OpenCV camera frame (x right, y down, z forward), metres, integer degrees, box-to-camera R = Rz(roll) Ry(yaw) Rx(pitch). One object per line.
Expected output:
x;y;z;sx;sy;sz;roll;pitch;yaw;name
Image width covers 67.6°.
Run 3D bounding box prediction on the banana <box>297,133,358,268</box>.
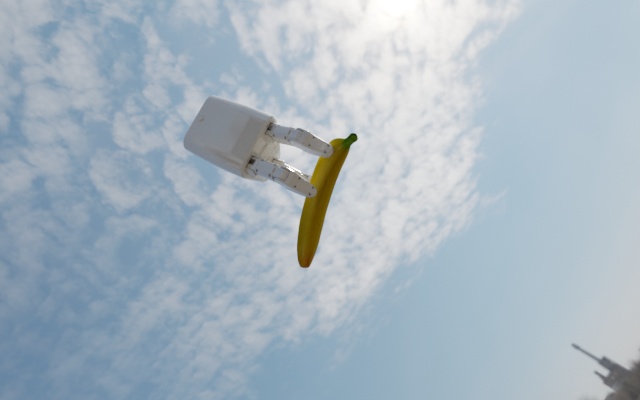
0.000;-0.005;0.667;0.037;0.198;0.069;17;11;-9;banana
